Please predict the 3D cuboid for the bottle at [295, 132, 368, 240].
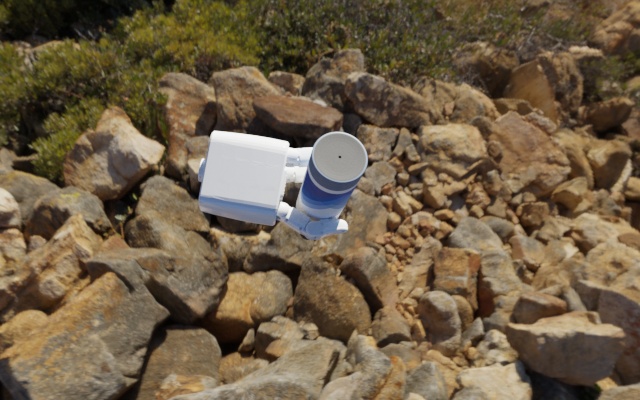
[{"bbox_3d":[0.000,0.002,0.688,0.069,0.069,0.296,0,-21,-9],"label":"bottle"}]
